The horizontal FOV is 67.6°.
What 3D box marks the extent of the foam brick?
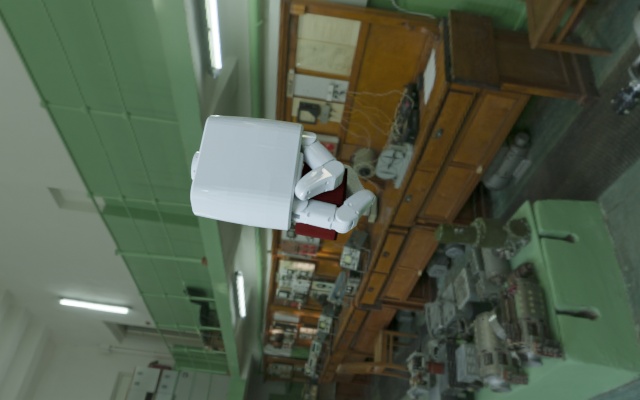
[{"bbox_3d":[0.000,0.002,0.554,0.051,0.053,0.078,7,-38,-2],"label":"foam brick"}]
